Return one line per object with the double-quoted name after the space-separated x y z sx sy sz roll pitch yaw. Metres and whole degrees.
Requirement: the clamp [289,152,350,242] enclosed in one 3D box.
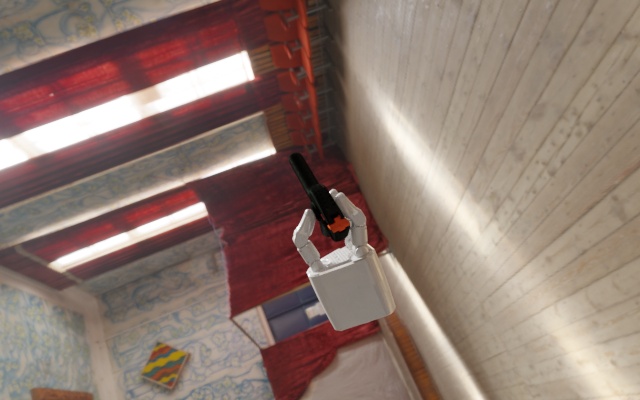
0.000 0.003 0.755 0.036 0.164 0.210 -27 11 -5 "clamp"
